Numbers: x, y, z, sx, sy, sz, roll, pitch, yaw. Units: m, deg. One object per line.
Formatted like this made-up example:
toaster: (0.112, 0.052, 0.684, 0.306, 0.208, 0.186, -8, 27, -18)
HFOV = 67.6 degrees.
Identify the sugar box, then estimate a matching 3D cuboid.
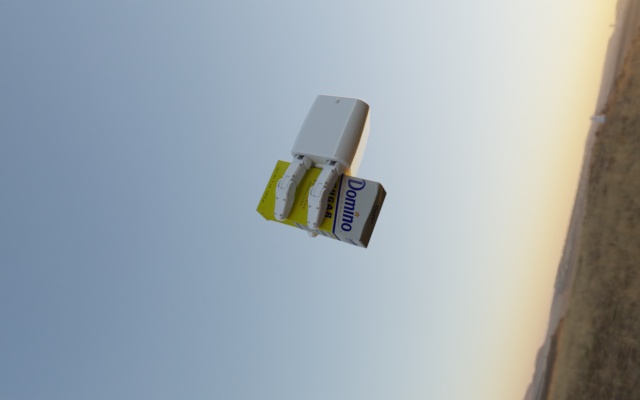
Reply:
sugar box: (0.000, 0.002, 0.712, 0.176, 0.093, 0.048, 13, -18, 28)
